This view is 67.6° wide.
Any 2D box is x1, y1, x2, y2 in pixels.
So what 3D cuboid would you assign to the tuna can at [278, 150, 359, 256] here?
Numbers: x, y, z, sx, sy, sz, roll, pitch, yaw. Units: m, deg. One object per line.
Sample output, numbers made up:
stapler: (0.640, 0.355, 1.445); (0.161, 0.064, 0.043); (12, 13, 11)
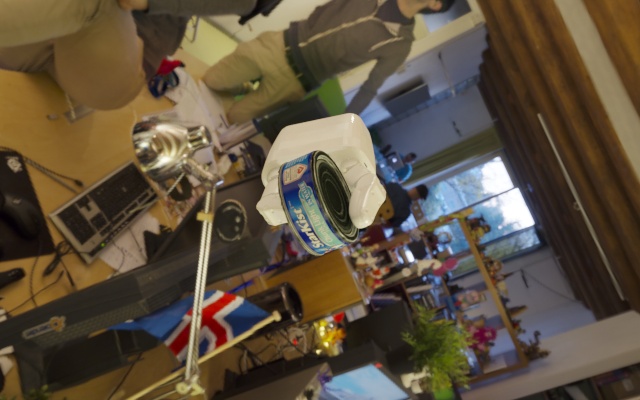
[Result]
tuna can: (0.001, 0.001, 0.406); (0.034, 0.086, 0.086); (-22, -8, 20)
